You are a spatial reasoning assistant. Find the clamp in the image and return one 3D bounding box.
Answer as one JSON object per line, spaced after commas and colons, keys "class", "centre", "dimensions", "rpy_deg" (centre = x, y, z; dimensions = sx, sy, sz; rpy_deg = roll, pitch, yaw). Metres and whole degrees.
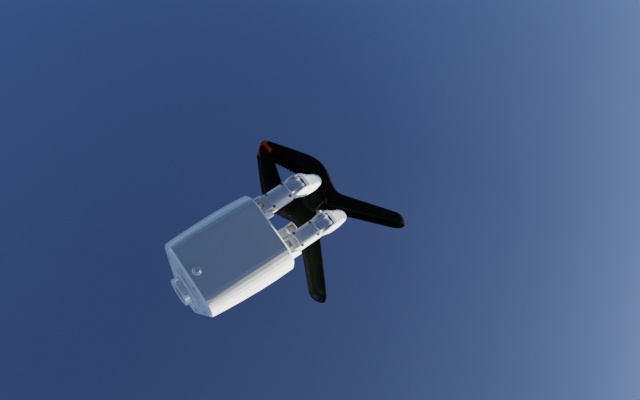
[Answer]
{"class": "clamp", "centre": [-0.001, 0.002, 0.613], "dimensions": [0.164, 0.210, 0.036], "rpy_deg": [-31, -11, -27]}
